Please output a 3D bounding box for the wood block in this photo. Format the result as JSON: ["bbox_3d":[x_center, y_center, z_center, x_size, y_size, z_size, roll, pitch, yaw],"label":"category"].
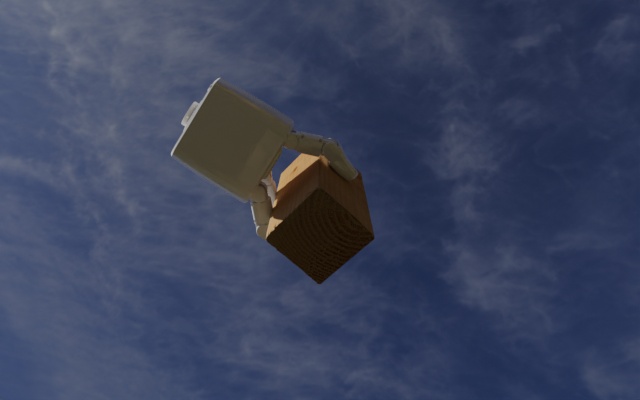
[{"bbox_3d":[0.000,0.002,0.622,0.090,0.091,0.206,42,17,-16],"label":"wood block"}]
